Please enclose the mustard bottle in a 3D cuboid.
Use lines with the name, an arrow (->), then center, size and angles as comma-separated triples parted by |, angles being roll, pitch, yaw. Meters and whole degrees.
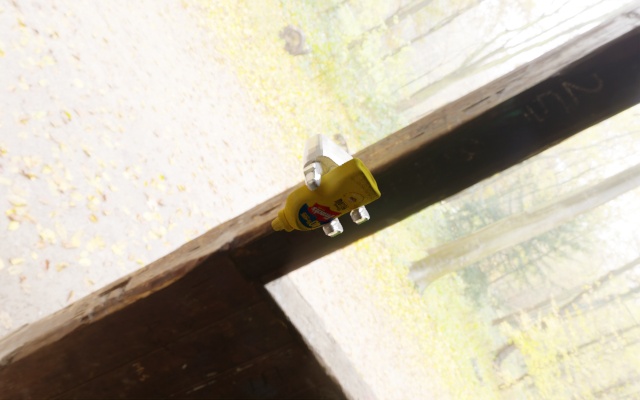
mustard bottle -> 0.000, 0.003, 0.820 | 0.191, 0.058, 0.096 | -27, -36, 14
